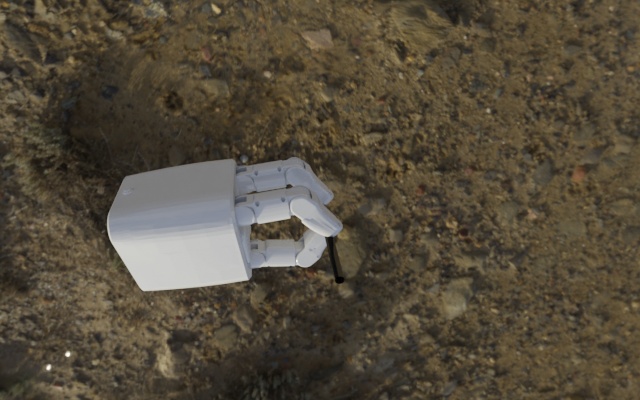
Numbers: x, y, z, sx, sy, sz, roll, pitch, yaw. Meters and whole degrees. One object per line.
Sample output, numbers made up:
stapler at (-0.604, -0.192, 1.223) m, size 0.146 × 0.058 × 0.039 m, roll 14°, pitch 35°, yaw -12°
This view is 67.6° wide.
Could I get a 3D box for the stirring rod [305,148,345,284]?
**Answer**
stirring rod at (0.000, 0.002, 0.489) m, size 0.011 × 0.011 × 0.239 m, roll 0°, pitch 32°, yaw -9°
